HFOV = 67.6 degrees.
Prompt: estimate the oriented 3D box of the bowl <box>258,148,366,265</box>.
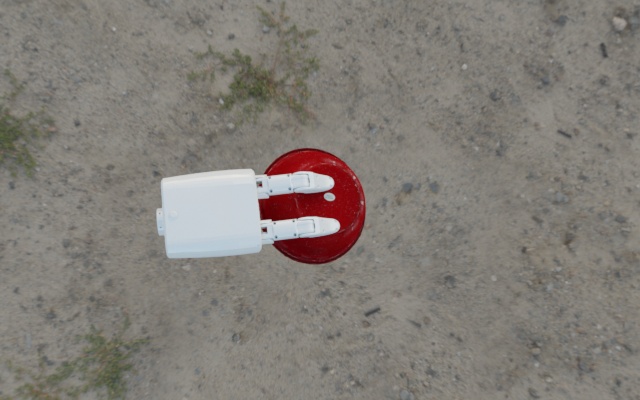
[{"bbox_3d":[0.001,0.002,0.629,0.162,0.162,0.055,0,-10,-23],"label":"bowl"}]
